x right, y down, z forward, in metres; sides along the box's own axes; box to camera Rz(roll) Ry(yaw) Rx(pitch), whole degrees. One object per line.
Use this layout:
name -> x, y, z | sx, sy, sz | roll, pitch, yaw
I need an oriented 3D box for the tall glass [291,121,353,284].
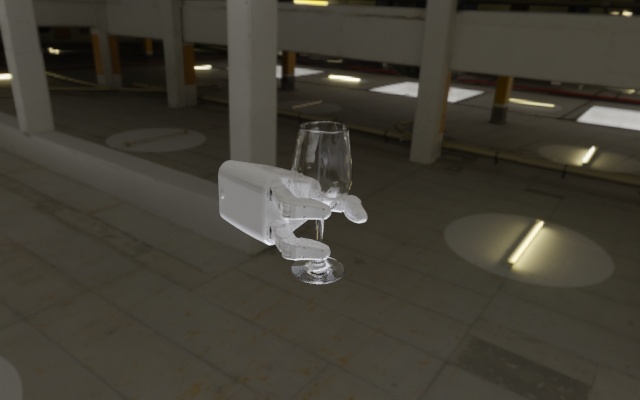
tall glass -> 0.000, 0.003, 0.618 | 0.079, 0.201, 0.079 | 2, 22, -1
